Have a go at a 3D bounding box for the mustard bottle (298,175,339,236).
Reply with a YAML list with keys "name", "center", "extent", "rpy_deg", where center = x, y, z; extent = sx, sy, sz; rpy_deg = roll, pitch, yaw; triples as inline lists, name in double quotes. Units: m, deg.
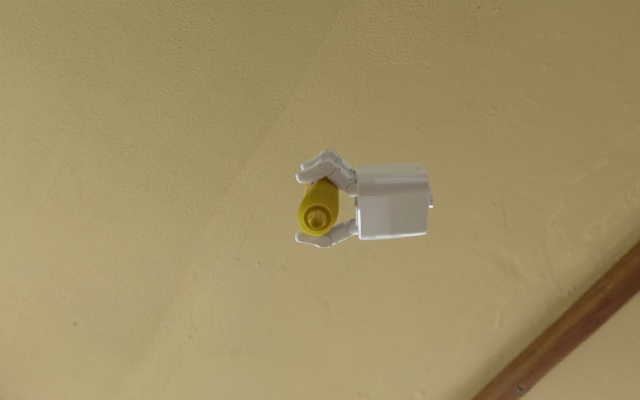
- name: "mustard bottle"
  center: [0.000, 0.002, 0.745]
  extent: [0.058, 0.096, 0.191]
  rpy_deg: [20, 18, -4]
